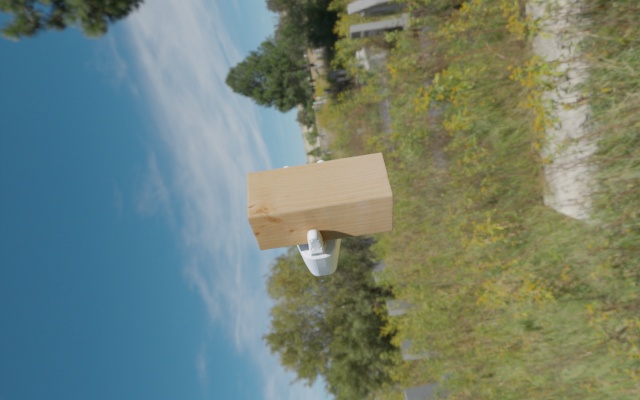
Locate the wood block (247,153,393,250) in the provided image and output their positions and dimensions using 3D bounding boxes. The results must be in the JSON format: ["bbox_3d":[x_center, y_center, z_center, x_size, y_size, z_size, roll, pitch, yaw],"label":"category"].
[{"bbox_3d":[0.000,0.003,0.724,0.206,0.090,0.090,-9,-39,1],"label":"wood block"}]
